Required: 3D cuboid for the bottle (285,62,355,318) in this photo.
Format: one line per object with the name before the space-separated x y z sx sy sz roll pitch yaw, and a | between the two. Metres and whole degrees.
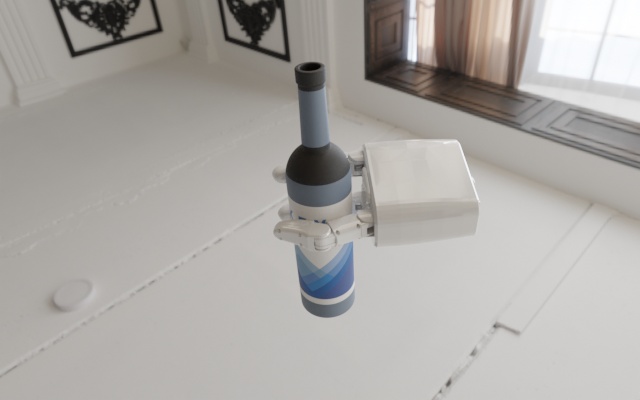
bottle | 0.000 0.002 0.503 0.069 0.296 0.069 -3 37 2
